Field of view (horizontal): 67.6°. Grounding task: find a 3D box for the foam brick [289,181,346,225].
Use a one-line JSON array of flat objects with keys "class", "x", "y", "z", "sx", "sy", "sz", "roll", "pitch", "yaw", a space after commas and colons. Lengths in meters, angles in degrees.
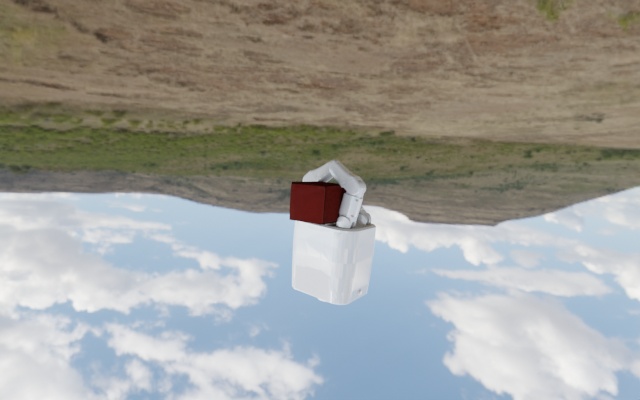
[{"class": "foam brick", "x": 0.000, "y": 0.002, "z": 0.647, "sx": 0.053, "sy": 0.051, "sz": 0.078, "roll": 9, "pitch": 6, "yaw": 28}]
